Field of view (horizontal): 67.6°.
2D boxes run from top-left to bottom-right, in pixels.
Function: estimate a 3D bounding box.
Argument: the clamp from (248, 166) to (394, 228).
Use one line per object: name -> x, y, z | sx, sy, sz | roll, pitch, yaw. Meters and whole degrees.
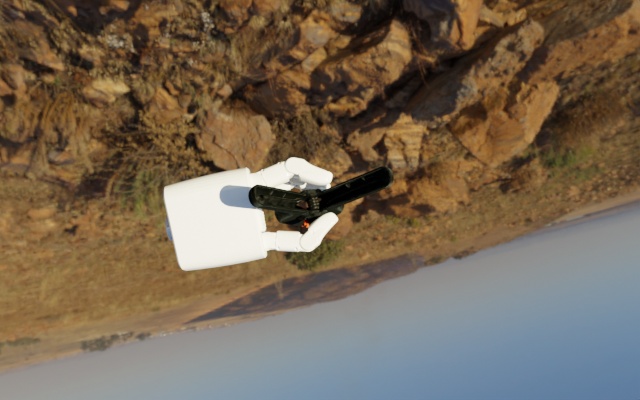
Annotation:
clamp -> 0.000, 0.003, 0.614 | 0.164, 0.036, 0.210 | -9, -12, -4
